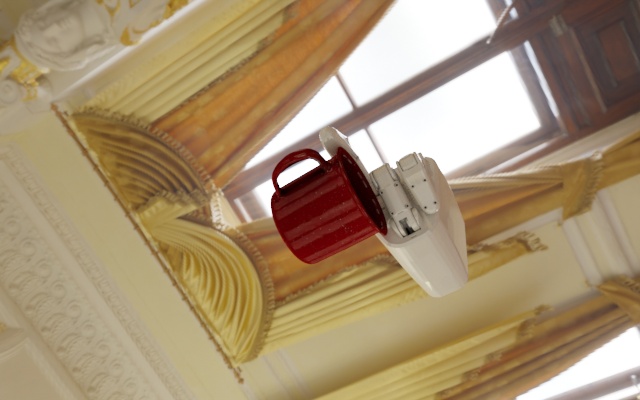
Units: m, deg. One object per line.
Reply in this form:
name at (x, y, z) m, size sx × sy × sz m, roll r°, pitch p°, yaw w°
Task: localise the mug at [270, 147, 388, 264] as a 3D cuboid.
mug at (-0.001, 0.001, 0.446) m, size 0.081 × 0.093 × 0.117 m, roll -29°, pitch -52°, yaw 15°
